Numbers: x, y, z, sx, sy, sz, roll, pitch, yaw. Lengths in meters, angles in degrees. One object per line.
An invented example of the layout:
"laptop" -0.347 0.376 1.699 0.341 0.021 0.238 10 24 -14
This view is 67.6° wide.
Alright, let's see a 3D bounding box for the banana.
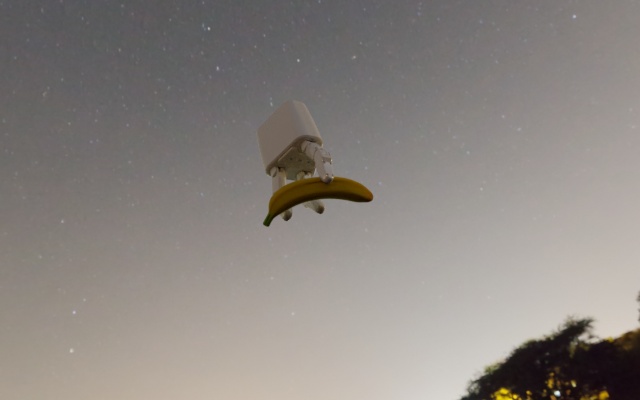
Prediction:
"banana" -0.002 -0.010 0.792 0.198 0.070 0.037 -12 48 -14
